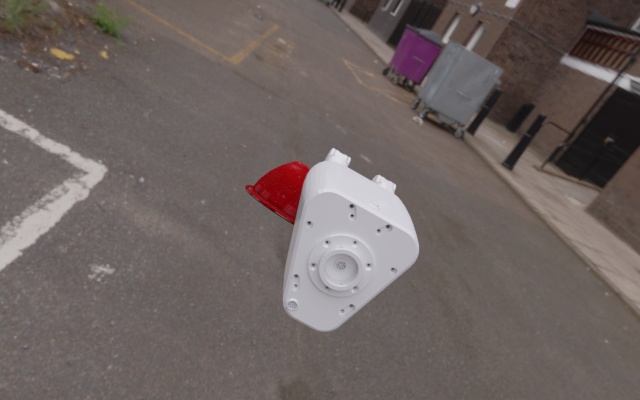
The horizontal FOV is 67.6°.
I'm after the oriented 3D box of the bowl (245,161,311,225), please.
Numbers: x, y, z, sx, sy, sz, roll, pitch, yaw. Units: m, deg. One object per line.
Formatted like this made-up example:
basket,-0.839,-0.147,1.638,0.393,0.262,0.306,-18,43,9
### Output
bowl,0.000,0.001,0.533,0.162,0.055,0.162,29,3,-2
